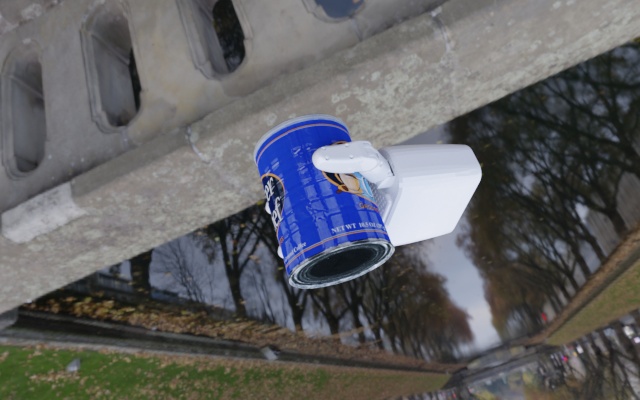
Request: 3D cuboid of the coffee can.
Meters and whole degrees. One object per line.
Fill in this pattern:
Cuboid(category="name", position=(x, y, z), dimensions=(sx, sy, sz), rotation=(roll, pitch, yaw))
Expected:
Cuboid(category="coffee can", position=(0.000, 0.001, 0.470), dimensions=(0.103, 0.140, 0.103), rotation=(-15, -25, -7))
